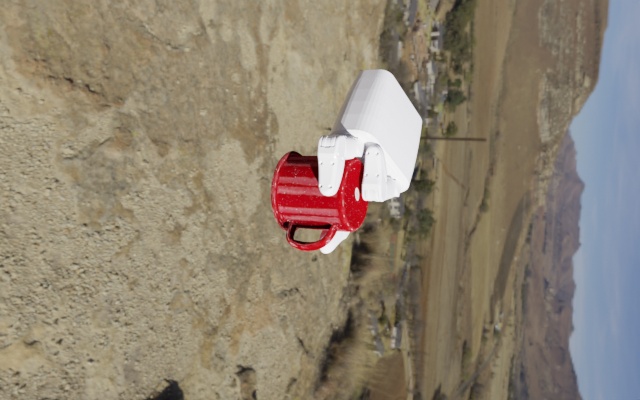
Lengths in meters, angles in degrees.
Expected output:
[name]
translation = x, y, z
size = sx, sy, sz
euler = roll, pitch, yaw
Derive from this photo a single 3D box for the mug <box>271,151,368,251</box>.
[mug]
translation = 0.000, 0.003, 0.524
size = 0.081, 0.117, 0.093
euler = 3, -33, 26
